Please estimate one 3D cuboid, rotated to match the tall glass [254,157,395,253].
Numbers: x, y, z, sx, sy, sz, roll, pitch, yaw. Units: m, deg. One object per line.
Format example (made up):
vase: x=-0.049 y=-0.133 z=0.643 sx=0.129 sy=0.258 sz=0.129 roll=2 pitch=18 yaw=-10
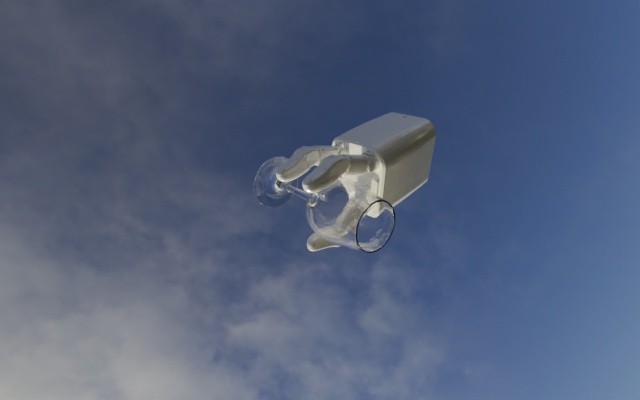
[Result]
tall glass: x=0.000 y=0.002 z=0.598 sx=0.079 sy=0.079 sz=0.201 roll=0 pitch=16 yaw=-40
